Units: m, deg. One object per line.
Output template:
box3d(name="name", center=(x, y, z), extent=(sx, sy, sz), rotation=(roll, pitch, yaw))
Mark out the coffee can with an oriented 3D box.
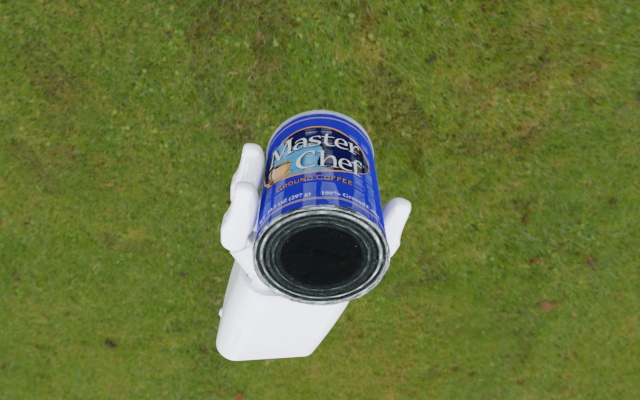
box3d(name="coffee can", center=(0.000, 0.001, 0.406), extent=(0.103, 0.103, 0.140), rotation=(0, 38, 0))
